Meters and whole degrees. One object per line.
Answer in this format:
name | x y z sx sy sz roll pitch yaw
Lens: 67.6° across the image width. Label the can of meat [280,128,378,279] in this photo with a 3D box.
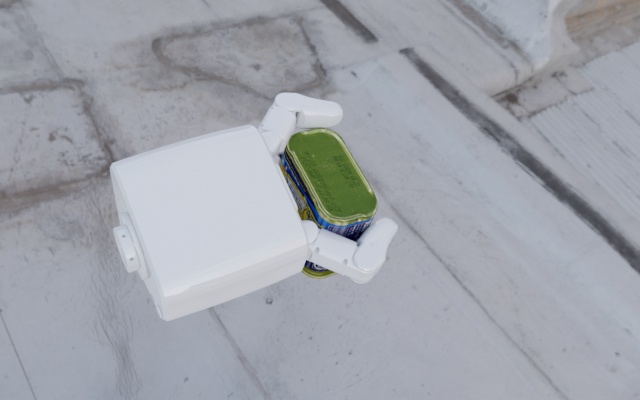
can of meat | 0.000 0.001 0.409 0.057 0.102 0.084 -14 -32 -24
